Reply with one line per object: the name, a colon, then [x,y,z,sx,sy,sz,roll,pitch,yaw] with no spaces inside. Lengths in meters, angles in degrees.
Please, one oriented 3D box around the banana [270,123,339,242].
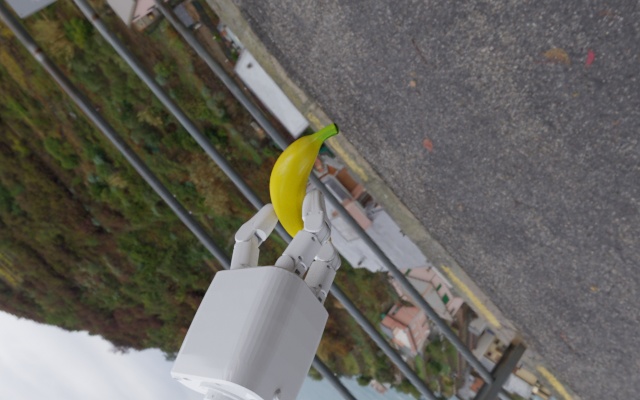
banana: [-0.018,0.000,0.514,0.069,0.037,0.198,-1,-37,-3]
